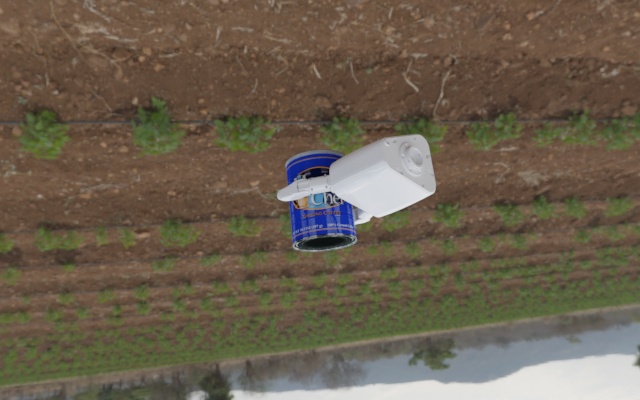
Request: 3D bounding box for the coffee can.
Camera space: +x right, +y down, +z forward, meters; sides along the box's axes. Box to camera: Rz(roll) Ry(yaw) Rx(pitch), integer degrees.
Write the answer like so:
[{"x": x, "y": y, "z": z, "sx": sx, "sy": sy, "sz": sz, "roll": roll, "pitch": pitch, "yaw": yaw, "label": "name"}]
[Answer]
[{"x": 0.000, "y": 0.002, "z": 0.768, "sx": 0.103, "sy": 0.140, "sz": 0.103, "roll": -5, "pitch": -18, "yaw": -2, "label": "coffee can"}]
